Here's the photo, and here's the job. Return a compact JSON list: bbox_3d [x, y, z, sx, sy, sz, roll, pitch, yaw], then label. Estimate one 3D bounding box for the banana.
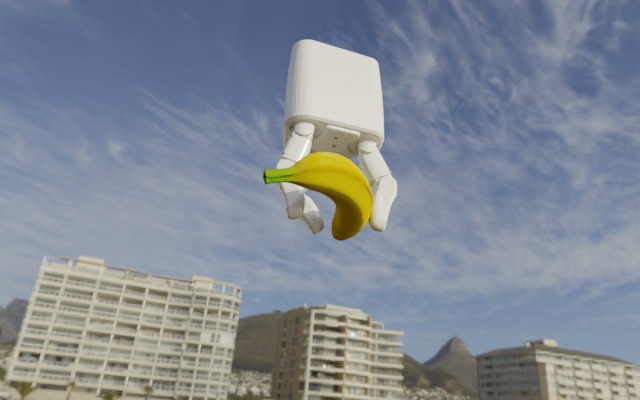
[{"bbox_3d":[0.017,-0.003,0.459,0.069,0.037,0.198,-10,-23,17],"label":"banana"}]
